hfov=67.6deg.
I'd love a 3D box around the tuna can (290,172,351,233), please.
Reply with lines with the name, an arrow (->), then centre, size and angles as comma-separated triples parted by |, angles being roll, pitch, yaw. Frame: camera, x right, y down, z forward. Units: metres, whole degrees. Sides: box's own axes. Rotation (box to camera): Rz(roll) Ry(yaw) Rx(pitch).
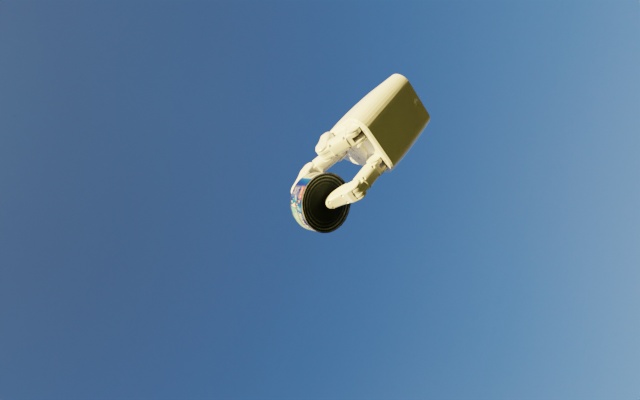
tuna can -> 0.000, 0.002, 0.683 | 0.086, 0.086, 0.034 | 0, 5, -37
